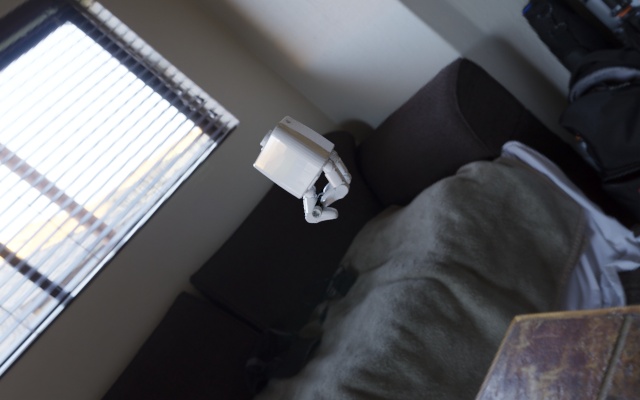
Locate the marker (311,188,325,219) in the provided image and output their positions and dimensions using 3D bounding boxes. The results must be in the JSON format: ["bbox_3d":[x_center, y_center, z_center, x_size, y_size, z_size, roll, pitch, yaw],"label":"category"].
[{"bbox_3d":[0.000,0.003,0.885,0.020,0.020,0.121,0,20,8],"label":"marker"}]
